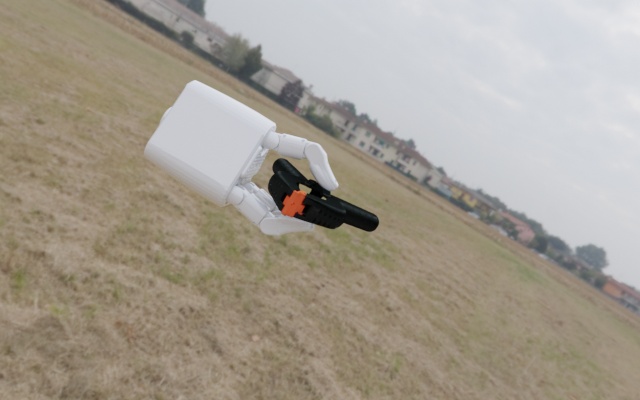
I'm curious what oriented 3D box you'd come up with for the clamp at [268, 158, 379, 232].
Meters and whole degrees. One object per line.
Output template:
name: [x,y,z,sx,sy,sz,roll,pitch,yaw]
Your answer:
clamp: [0.000,0.001,0.562,0.164,0.036,0.210,30,8,0]
